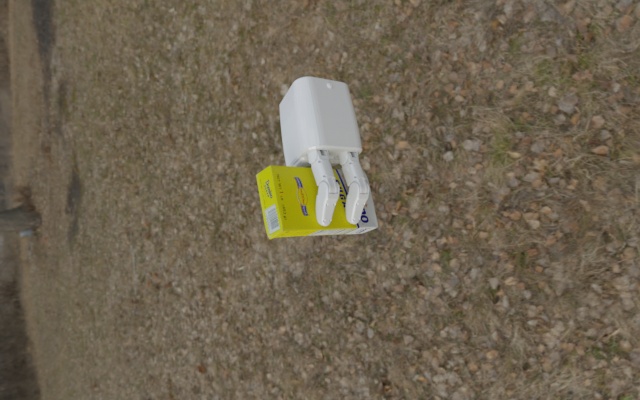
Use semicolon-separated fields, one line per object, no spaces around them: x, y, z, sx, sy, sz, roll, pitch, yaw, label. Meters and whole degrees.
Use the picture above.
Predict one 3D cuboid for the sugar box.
0.000;0.002;0.679;0.176;0.093;0.048;-2;-16;-37;sugar box
